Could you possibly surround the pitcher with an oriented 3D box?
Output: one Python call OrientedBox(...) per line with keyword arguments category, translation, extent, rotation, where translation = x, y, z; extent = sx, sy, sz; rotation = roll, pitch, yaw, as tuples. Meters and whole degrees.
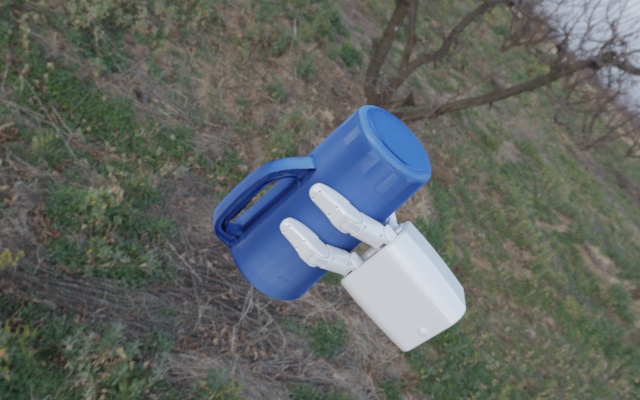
OrientedBox(category="pitcher", translation=(0.000, 0.002, 0.561), extent=(0.243, 0.145, 0.149), rotation=(-43, -6, 31))
